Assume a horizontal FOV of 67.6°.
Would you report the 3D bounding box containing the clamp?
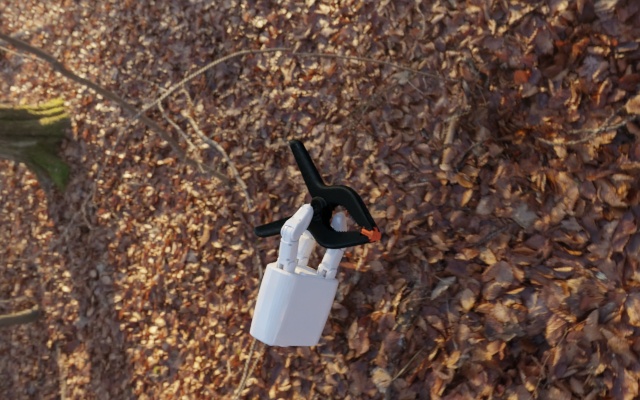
[{"bbox_3d":[0.000,0.003,0.708,0.210,0.164,0.036,17,2,34],"label":"clamp"}]
